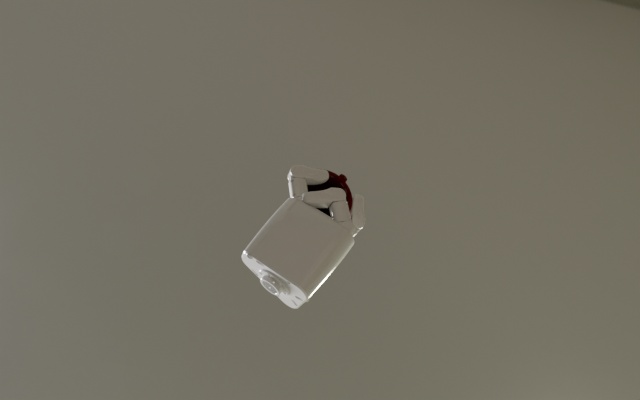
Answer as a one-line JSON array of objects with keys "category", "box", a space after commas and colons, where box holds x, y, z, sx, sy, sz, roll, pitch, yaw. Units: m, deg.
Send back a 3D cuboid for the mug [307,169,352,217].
[{"category": "mug", "box": [0.001, 0.002, 0.753, 0.093, 0.117, 0.081, 39, -29, 4]}]
